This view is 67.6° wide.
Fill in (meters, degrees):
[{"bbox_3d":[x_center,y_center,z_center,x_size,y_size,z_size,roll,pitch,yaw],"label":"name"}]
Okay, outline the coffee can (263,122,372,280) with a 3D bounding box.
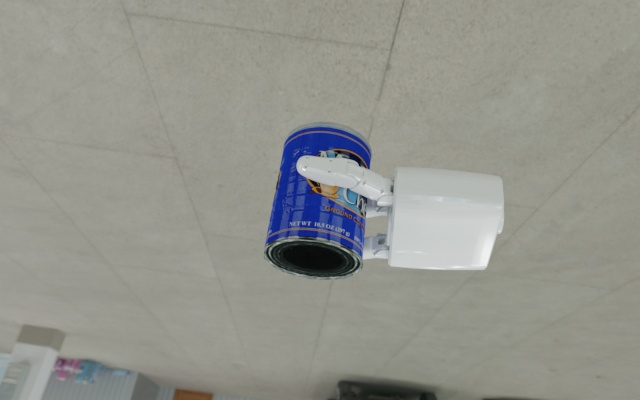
[{"bbox_3d":[0.000,0.002,0.517,0.103,0.140,0.103,6,-30,3],"label":"coffee can"}]
